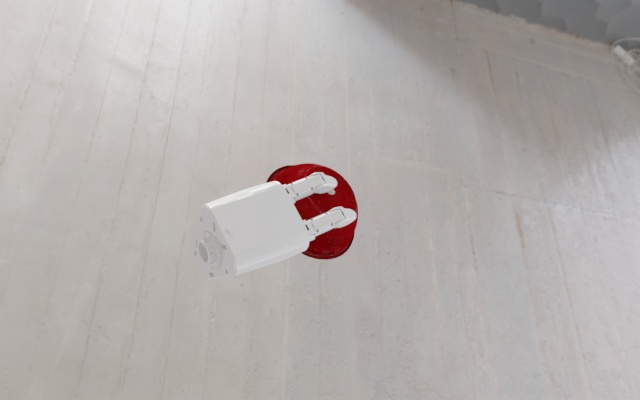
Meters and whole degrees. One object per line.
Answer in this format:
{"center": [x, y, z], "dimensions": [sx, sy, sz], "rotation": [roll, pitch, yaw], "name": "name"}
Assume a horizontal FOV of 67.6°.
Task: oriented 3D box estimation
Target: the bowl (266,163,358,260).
{"center": [0.001, 0.002, 0.698], "dimensions": [0.162, 0.162, 0.055], "rotation": [0, -30, -40], "name": "bowl"}
